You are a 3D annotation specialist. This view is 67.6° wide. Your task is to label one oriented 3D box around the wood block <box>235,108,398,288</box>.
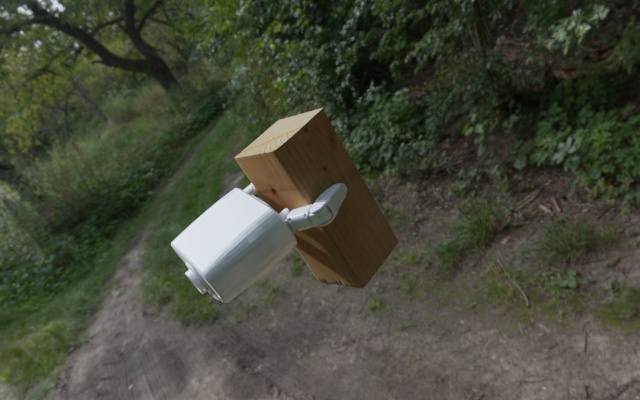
[{"bbox_3d":[0.000,0.002,0.600,0.091,0.206,0.090,-2,37,50],"label":"wood block"}]
